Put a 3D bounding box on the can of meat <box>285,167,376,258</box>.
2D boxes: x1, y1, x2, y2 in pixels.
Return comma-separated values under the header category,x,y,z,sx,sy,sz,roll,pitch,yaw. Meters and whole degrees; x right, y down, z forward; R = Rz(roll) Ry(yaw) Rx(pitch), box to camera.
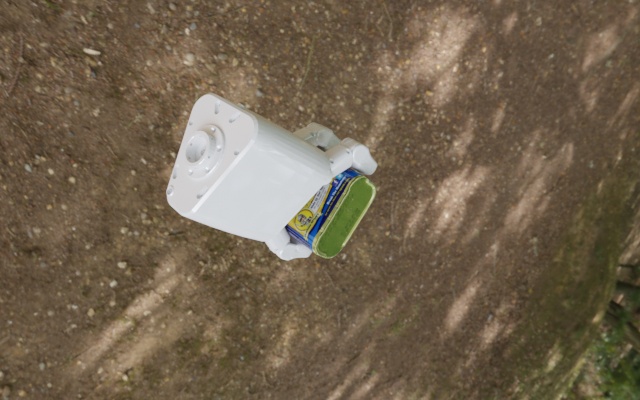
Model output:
category,x,y,z,sx,sy,sz,roll,pitch,yaw
can of meat,0.000,0.002,0.525,0.084,0.102,0.057,33,2,37
